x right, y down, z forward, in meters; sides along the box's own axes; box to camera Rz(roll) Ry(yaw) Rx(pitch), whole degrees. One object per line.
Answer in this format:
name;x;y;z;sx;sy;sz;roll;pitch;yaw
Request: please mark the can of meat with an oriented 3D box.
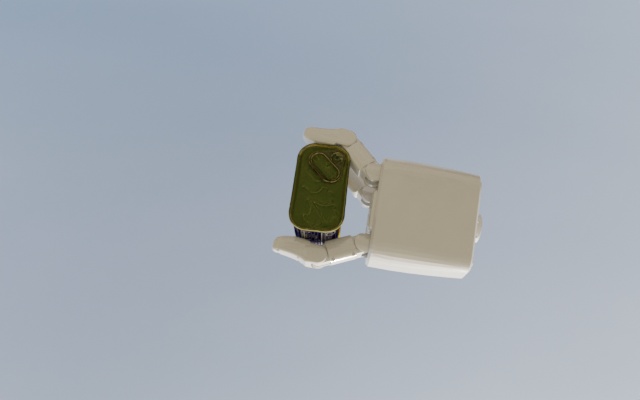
can of meat;0.000;0.002;0.533;0.057;0.102;0.084;6;-25;3
